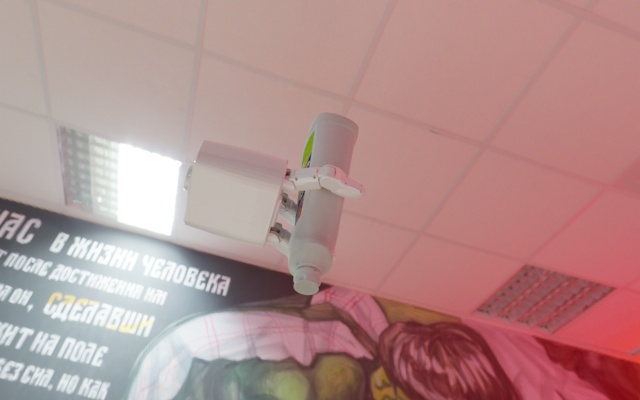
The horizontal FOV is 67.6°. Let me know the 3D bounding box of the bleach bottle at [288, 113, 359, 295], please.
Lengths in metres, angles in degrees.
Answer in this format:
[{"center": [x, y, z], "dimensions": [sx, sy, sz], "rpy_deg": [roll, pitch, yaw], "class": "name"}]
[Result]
[{"center": [0.000, 0.002, 0.608], "dimensions": [0.068, 0.250, 0.103], "rpy_deg": [16, -45, -8], "class": "bleach bottle"}]
